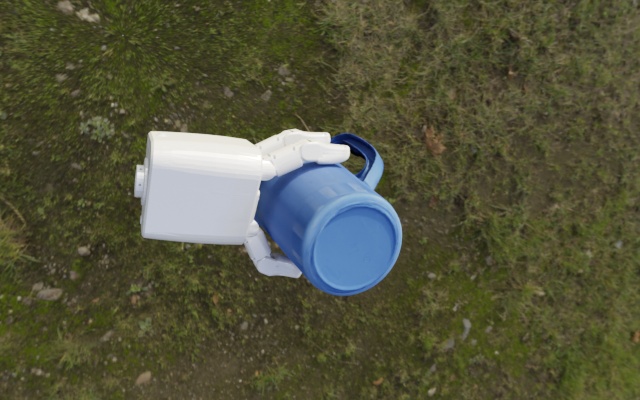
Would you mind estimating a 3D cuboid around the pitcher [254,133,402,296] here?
[{"bbox_3d":[0.000,0.002,0.558,0.145,0.149,0.242,4,16,-23],"label":"pitcher"}]
